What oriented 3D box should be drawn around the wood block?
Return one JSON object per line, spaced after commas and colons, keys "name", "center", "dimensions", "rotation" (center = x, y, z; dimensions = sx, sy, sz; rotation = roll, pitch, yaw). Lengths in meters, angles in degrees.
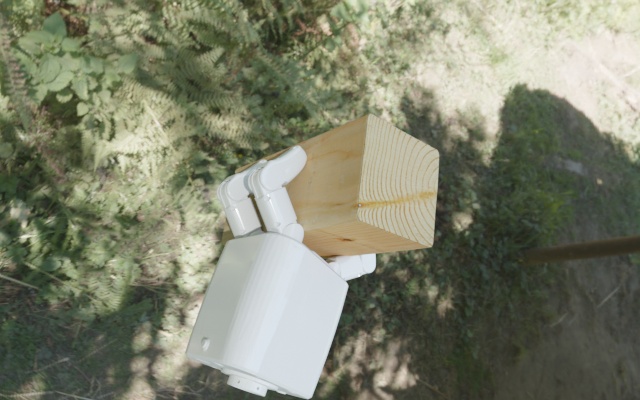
{"name": "wood block", "center": [0.000, 0.002, 0.458], "dimensions": [0.091, 0.090, 0.206], "rotation": [21, -22, -35]}
